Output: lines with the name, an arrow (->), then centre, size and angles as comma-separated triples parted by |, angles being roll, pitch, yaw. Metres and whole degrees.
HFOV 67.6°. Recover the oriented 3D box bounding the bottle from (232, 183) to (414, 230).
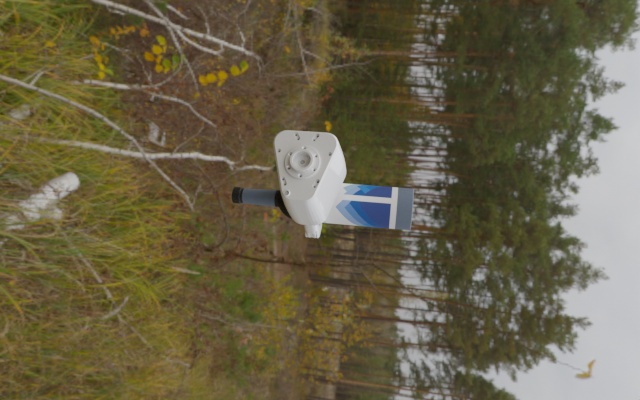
bottle -> 0.000, 0.003, 0.781 | 0.296, 0.069, 0.069 | 5, 1, 8
